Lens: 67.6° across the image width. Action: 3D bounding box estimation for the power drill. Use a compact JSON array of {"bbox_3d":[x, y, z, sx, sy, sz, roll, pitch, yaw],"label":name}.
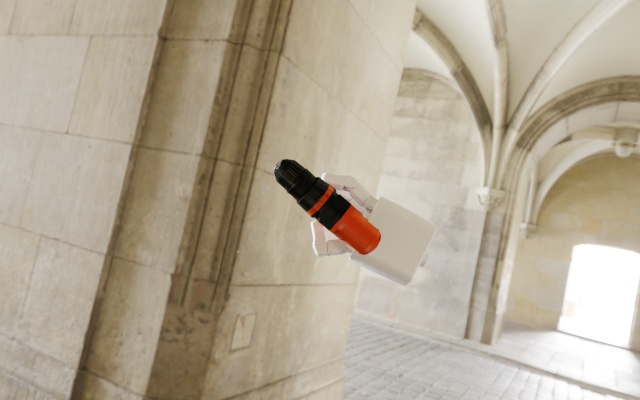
[{"bbox_3d":[0.000,0.003,0.741,0.184,0.057,0.187,42,1,-9],"label":"power drill"}]
